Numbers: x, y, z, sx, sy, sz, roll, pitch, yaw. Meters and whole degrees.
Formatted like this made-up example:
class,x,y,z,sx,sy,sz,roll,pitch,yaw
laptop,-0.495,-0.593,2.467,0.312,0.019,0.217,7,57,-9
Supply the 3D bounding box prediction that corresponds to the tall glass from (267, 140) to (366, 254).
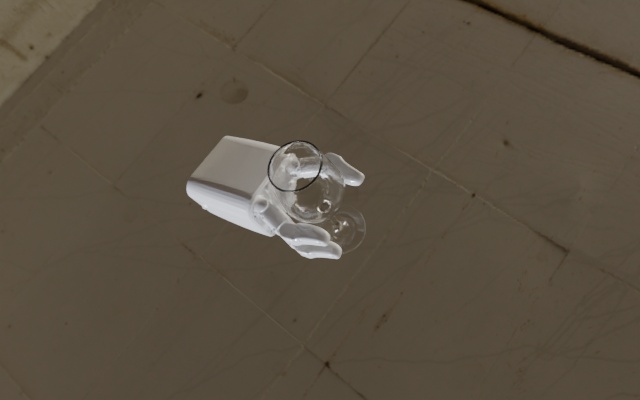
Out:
class,x,y,z,sx,sy,sz,roll,pitch,yaw
tall glass,0.000,0.002,0.591,0.079,0.079,0.201,0,-23,17
